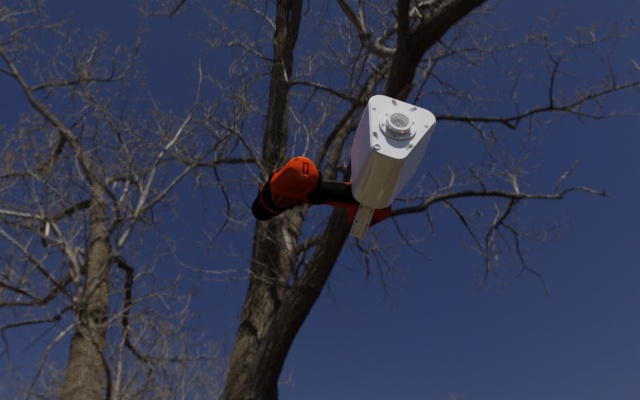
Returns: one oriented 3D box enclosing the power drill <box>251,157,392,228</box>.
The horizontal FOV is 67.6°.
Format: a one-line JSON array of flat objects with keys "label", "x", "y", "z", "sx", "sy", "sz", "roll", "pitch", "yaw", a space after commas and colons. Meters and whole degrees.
[{"label": "power drill", "x": 0.001, "y": 0.002, "z": 0.740, "sx": 0.187, "sy": 0.057, "sz": 0.184, "roll": 10, "pitch": -23, "yaw": -24}]
